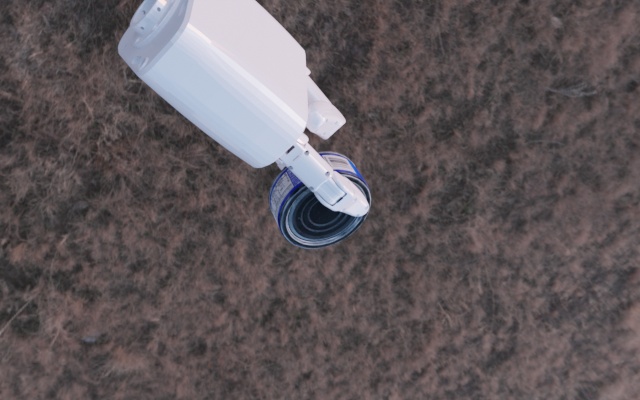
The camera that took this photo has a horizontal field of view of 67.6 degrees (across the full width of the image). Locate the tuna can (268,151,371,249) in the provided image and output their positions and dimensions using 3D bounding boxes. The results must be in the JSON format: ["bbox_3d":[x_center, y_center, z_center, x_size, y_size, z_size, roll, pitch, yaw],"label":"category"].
[{"bbox_3d":[0.000,0.002,0.417,0.086,0.086,0.033,0,38,-26],"label":"tuna can"}]
